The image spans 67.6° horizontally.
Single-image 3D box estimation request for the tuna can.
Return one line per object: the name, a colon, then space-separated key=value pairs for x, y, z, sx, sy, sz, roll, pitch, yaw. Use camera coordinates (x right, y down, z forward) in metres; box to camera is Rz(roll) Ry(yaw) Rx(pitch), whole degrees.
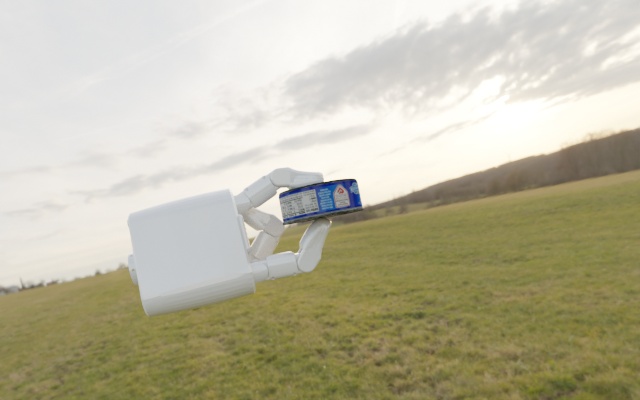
tuna can: x=0.000 y=0.001 z=0.498 sx=0.086 sy=0.034 sz=0.086 roll=-11 pitch=-4 yaw=-1
